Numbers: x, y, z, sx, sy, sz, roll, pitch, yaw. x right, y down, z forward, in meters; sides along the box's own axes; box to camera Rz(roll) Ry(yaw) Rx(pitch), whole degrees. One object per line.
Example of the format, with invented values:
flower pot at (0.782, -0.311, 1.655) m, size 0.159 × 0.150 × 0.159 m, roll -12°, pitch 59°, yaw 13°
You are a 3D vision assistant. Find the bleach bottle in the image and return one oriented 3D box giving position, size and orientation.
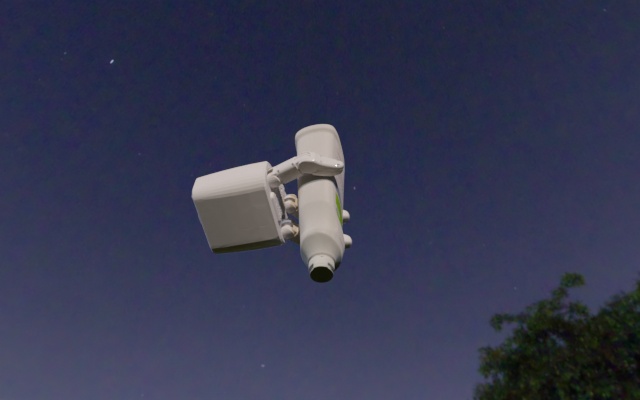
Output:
bleach bottle at (0.000, 0.002, 0.651) m, size 0.068 × 0.103 × 0.250 m, roll -11°, pitch 38°, yaw 10°
